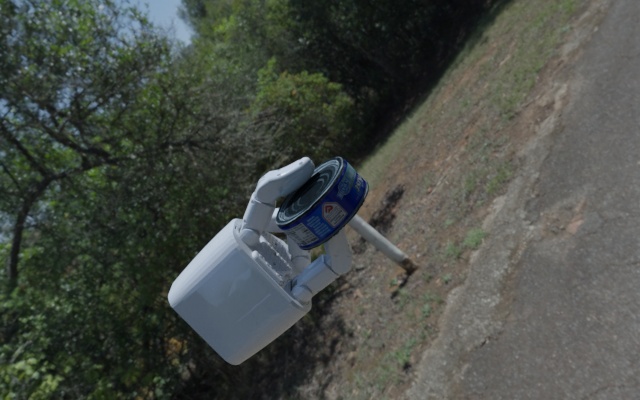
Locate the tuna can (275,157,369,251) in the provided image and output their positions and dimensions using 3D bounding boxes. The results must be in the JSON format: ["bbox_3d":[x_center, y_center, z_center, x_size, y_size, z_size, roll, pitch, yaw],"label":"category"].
[{"bbox_3d":[0.000,0.001,0.429,0.034,0.086,0.086,45,-17,-18],"label":"tuna can"}]
